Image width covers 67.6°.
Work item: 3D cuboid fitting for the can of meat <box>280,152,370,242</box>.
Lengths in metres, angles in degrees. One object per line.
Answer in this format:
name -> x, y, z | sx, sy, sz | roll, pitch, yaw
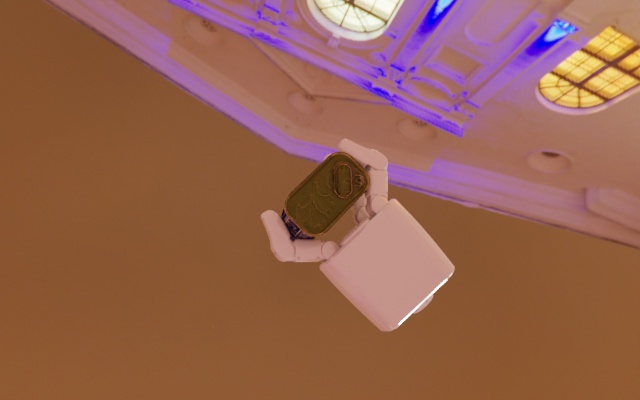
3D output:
can of meat -> 0.000, 0.002, 0.556 | 0.102, 0.057, 0.084 | -45, -2, -19
